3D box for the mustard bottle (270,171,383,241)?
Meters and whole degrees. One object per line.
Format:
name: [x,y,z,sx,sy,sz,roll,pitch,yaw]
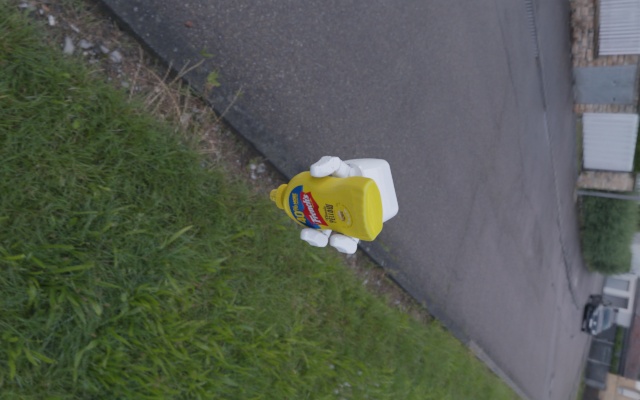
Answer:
mustard bottle: [0.000,0.003,0.745,0.191,0.096,0.058,9,38,33]
